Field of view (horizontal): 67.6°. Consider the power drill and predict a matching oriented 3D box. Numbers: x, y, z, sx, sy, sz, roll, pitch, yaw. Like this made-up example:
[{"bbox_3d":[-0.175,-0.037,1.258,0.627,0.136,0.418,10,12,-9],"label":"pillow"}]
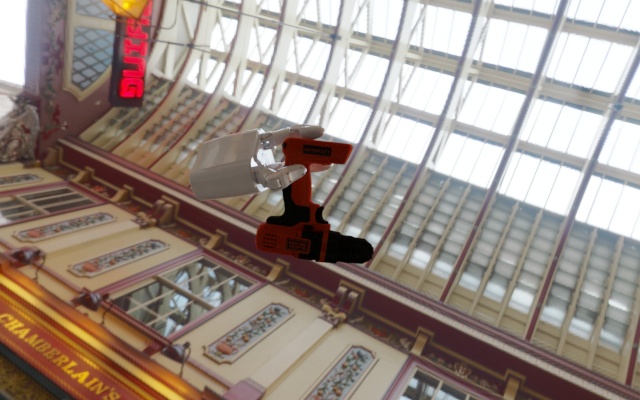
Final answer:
[{"bbox_3d":[0.000,0.002,0.730,0.184,0.187,0.057,8,6,-2],"label":"power drill"}]
